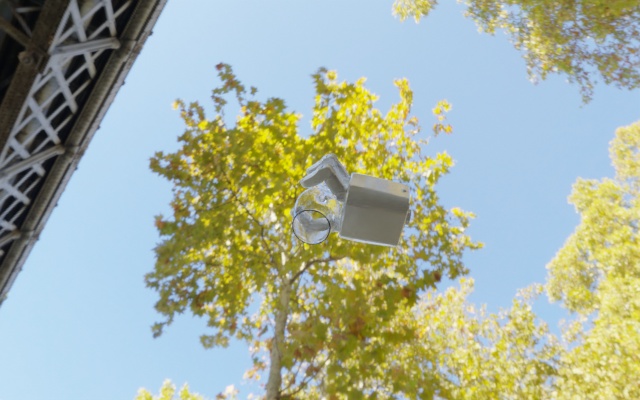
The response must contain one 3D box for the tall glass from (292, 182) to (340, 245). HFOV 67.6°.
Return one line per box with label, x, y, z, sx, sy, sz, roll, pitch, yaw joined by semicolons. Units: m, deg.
tall glass;0.000;0.002;0.837;0.079;0.079;0.201;0;23;10
